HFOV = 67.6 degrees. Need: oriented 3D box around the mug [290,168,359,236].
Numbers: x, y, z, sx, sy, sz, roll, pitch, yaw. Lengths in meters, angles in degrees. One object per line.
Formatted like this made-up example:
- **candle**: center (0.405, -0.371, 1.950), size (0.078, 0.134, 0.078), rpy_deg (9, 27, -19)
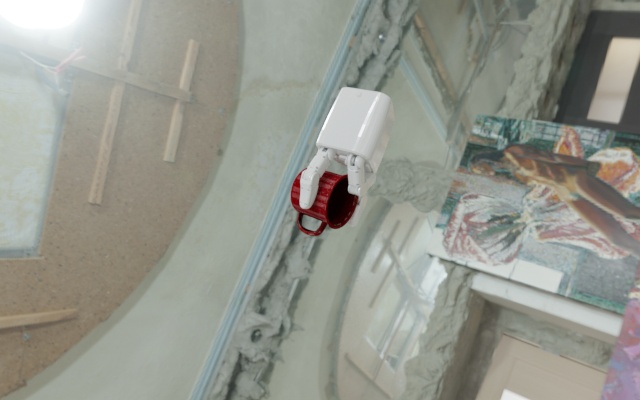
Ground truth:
- **mug**: center (-0.001, 0.004, 0.792), size (0.081, 0.117, 0.093), rpy_deg (19, -8, 34)
